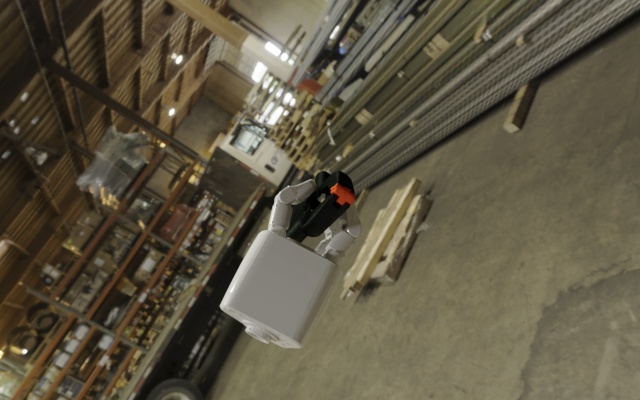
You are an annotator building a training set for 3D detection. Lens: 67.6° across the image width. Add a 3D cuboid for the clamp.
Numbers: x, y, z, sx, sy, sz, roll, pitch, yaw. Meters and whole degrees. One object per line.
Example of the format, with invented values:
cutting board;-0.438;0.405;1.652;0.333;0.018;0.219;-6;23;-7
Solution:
clamp;0.000;0.002;0.648;0.036;0.164;0.210;33;-25;-10
